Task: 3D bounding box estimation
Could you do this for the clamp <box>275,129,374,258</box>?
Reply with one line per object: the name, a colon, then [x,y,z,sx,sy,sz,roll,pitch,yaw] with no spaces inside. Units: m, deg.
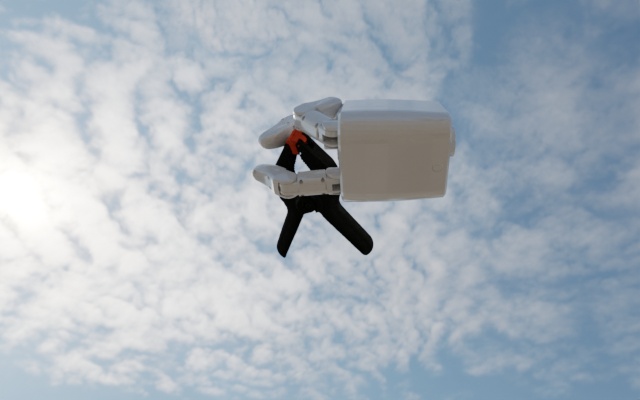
clamp: [0.000,0.001,0.546,0.120,0.172,0.039,0,37,7]
